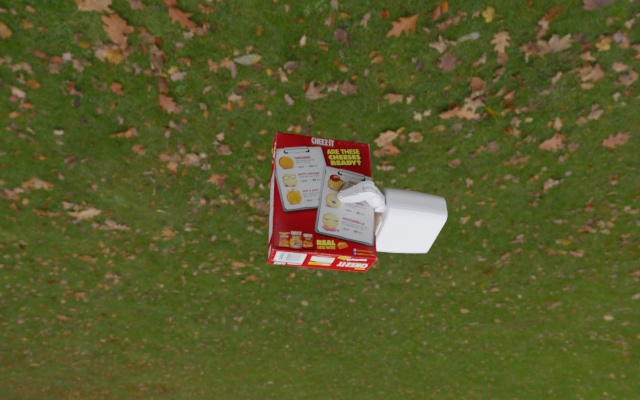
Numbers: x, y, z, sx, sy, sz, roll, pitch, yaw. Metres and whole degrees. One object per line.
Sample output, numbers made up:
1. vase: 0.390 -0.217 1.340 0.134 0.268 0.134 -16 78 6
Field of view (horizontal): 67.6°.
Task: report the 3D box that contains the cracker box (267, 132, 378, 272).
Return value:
1. cracker box: 0.000 0.003 0.777 0.164 0.213 0.072 6 -30 -13
